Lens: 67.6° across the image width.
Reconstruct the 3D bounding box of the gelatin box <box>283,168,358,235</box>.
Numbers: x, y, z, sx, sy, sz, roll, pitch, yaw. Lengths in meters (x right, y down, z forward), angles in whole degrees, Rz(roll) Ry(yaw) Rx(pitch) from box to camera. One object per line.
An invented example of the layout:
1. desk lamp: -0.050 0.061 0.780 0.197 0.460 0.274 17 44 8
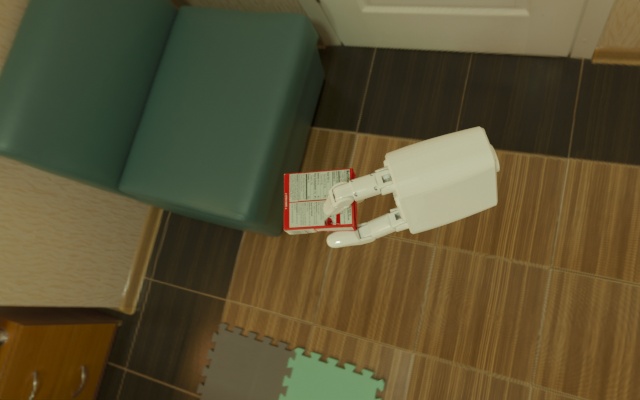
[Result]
1. gelatin box: 0.000 0.002 0.586 0.089 0.073 0.030 -4 -16 10
